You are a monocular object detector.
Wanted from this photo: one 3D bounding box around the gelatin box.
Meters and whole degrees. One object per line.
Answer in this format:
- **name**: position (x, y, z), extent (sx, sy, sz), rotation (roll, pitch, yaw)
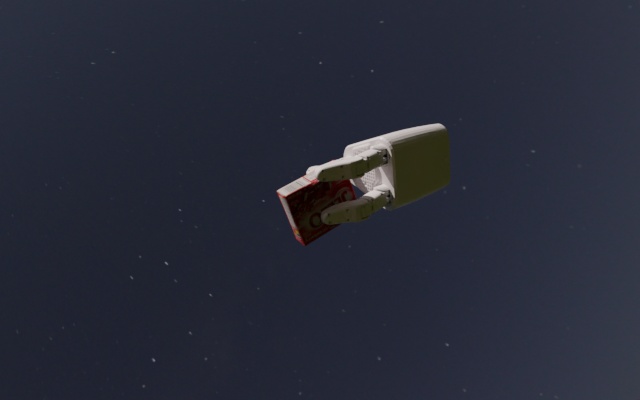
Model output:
- **gelatin box**: position (0.000, 0.002, 0.592), extent (0.089, 0.073, 0.030), rotation (-30, 28, -19)
